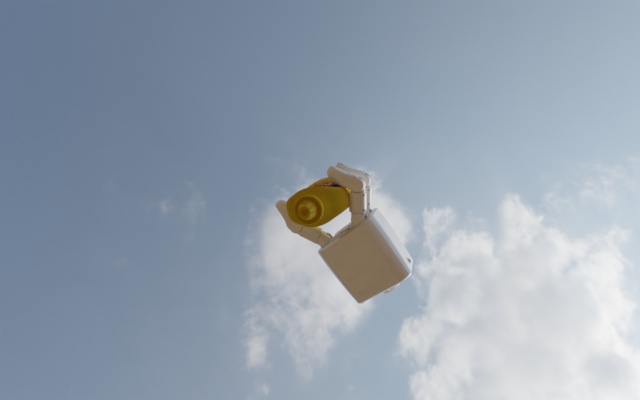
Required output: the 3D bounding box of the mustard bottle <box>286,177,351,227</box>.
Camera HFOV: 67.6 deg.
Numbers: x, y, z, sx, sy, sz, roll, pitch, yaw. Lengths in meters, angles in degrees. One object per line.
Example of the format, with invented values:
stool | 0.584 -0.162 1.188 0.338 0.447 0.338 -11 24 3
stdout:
mustard bottle | 0.000 0.002 0.724 0.096 0.058 0.191 -10 7 15
